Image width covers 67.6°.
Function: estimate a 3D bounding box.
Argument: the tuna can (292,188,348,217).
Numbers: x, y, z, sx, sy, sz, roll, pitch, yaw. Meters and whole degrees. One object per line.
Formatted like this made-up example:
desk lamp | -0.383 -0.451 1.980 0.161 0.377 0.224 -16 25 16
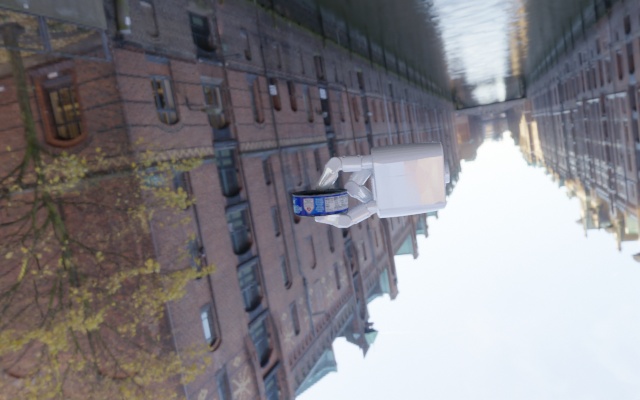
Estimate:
tuna can | 0.000 0.003 0.740 0.086 0.034 0.086 -4 7 0
